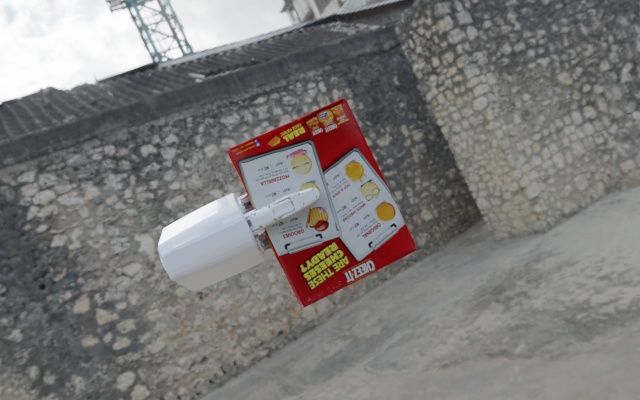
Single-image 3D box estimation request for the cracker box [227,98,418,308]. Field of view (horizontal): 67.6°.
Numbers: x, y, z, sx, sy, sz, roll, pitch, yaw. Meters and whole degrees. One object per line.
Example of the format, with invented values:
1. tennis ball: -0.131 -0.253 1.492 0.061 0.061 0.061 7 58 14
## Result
1. cracker box: 0.000 0.002 0.615 0.164 0.213 0.072 -26 0 -8
